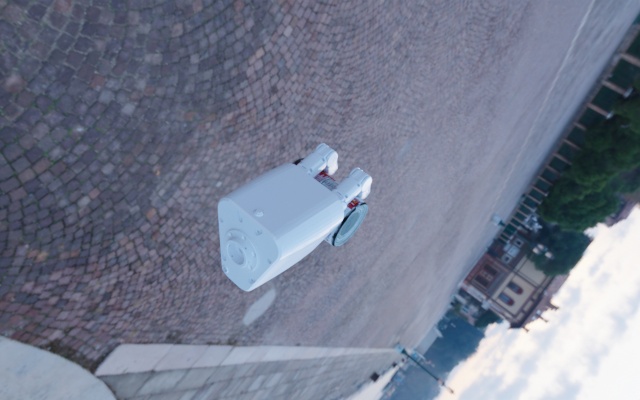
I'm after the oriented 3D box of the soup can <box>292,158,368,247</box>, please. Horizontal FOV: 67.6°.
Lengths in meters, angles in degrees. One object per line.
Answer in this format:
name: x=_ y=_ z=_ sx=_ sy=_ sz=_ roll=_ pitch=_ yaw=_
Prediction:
soup can: x=0.001 y=0.002 z=0.600 sx=0.102 sy=0.068 sz=0.068 roll=37 pitch=14 yaw=20
